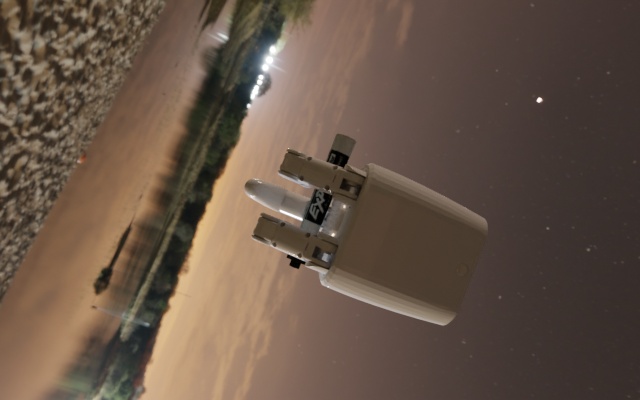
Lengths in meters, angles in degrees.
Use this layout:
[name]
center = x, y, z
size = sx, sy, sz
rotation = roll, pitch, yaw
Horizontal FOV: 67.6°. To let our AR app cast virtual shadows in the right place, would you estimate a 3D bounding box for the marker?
[marker]
center = 0.000, 0.001, 0.411
size = 0.020, 0.121, 0.020
rotation = 22, -2, 1
